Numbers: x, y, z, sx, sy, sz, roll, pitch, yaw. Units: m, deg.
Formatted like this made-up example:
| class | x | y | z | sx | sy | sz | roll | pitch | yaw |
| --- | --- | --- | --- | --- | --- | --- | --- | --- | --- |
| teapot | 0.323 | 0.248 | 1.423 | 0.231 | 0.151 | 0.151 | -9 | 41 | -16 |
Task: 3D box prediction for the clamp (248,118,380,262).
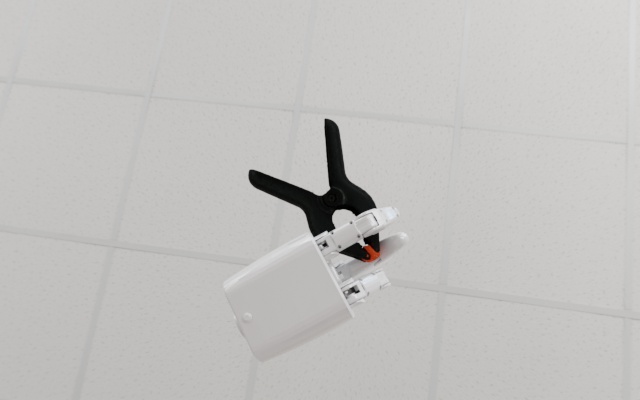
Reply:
| class | x | y | z | sx | sy | sz | roll | pitch | yaw |
| --- | --- | --- | --- | --- | --- | --- | --- | --- | --- |
| clamp | 0.000 | 0.002 | 0.538 | 0.120 | 0.171 | 0.039 | -28 | -13 | -2 |
